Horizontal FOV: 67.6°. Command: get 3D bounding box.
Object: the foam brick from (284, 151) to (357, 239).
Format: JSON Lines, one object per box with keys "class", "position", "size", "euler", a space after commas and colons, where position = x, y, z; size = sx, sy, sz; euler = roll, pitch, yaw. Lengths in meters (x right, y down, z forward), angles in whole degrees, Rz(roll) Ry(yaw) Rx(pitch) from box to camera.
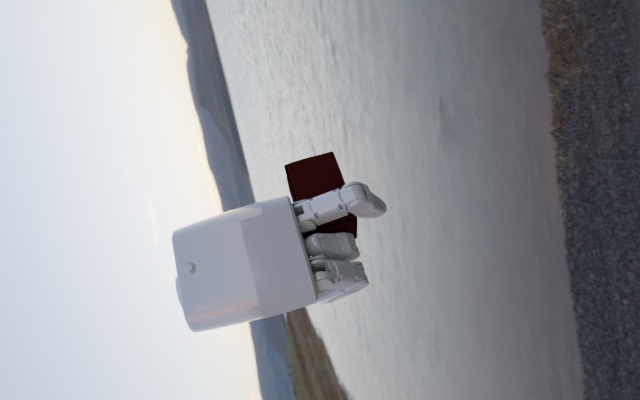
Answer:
{"class": "foam brick", "position": [0.000, 0.001, 0.466], "size": [0.051, 0.078, 0.053], "euler": [-16, -27, -4]}
